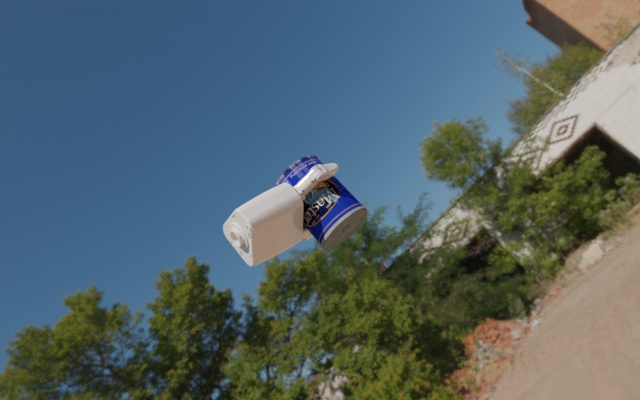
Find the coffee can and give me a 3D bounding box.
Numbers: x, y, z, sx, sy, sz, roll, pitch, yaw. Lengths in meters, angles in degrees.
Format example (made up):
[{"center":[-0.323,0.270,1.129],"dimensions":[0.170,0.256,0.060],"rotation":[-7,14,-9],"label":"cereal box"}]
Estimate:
[{"center":[0.000,0.003,0.856],"dimensions":[0.140,0.103,0.103],"rotation":[47,20,20],"label":"coffee can"}]
